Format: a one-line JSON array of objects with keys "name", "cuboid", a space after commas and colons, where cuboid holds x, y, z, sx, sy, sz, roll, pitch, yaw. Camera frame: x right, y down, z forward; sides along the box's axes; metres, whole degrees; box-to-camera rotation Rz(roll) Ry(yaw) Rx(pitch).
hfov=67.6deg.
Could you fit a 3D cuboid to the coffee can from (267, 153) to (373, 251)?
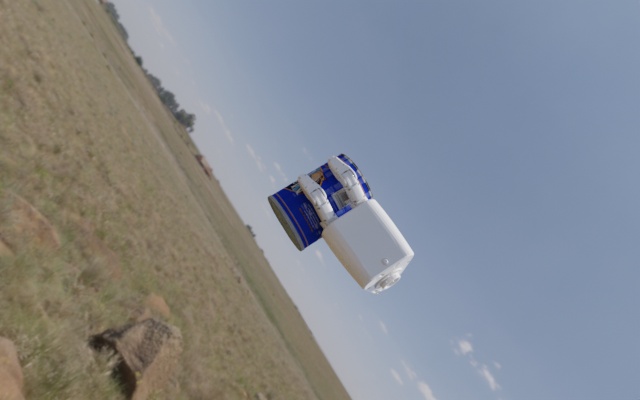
[{"name": "coffee can", "cuboid": [0.000, 0.003, 0.774, 0.140, 0.103, 0.103, -32, 6, -10]}]
